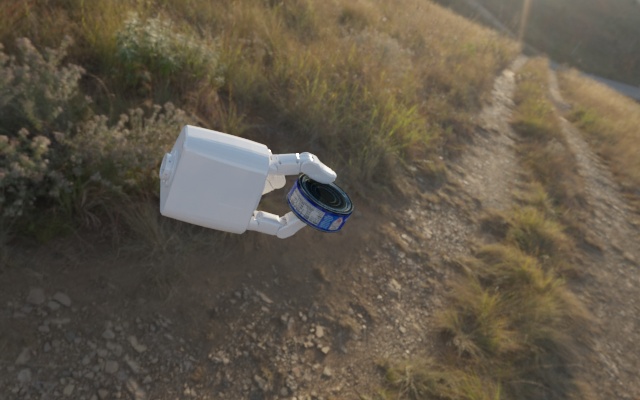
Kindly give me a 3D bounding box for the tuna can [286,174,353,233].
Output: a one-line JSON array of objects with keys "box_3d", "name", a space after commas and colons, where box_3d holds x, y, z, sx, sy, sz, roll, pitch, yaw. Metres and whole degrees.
[{"box_3d": [0.000, 0.002, 0.631, 0.086, 0.034, 0.086, 26, 27, -14], "name": "tuna can"}]
